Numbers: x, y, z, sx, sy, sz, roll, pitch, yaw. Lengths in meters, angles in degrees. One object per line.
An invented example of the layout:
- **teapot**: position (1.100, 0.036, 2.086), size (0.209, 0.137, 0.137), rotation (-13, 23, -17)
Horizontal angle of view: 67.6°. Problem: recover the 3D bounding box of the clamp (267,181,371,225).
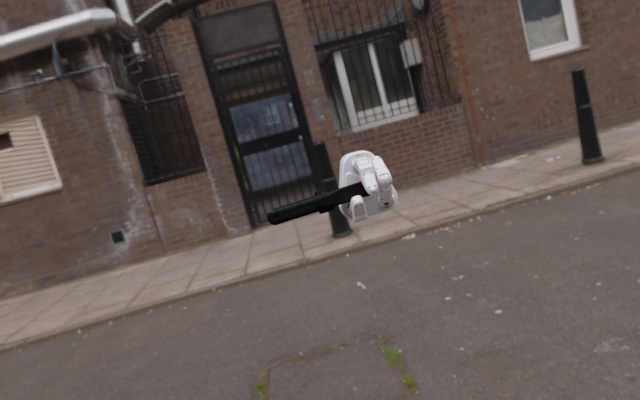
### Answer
- **clamp**: position (0.000, 0.002, 0.778), size (0.171, 0.039, 0.120), rotation (-15, 7, -1)
